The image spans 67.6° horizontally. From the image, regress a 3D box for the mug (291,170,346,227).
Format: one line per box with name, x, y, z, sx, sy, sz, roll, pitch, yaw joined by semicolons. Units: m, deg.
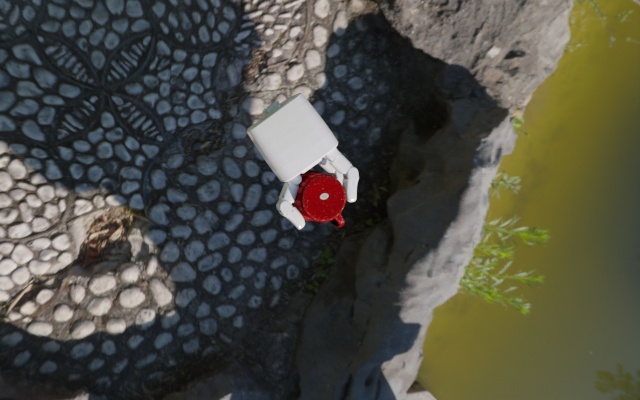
mug;0.001;0.004;0.836;0.093;0.117;0.081;-42;16;-12
